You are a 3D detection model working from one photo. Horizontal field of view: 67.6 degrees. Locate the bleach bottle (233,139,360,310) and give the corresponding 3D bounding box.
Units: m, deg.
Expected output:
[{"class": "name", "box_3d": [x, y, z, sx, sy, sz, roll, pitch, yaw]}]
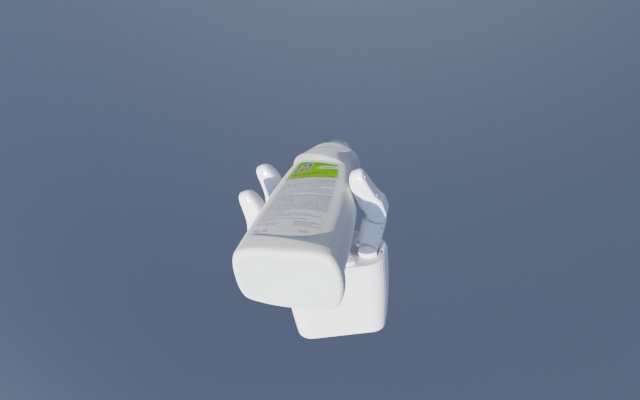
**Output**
[{"class": "bleach bottle", "box_3d": [0.000, 0.002, 0.505, 0.102, 0.068, 0.250, 3, 33, 16]}]
